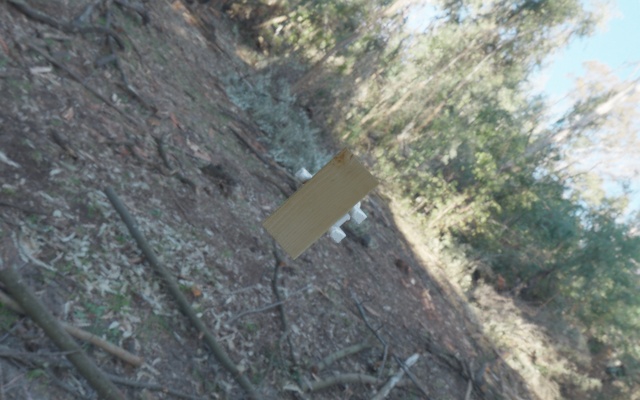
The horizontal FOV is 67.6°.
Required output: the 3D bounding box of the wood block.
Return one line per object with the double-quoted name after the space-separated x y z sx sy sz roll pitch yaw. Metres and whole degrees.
0.000 0.003 0.884 0.206 0.091 0.090 -42 2 5 "wood block"
